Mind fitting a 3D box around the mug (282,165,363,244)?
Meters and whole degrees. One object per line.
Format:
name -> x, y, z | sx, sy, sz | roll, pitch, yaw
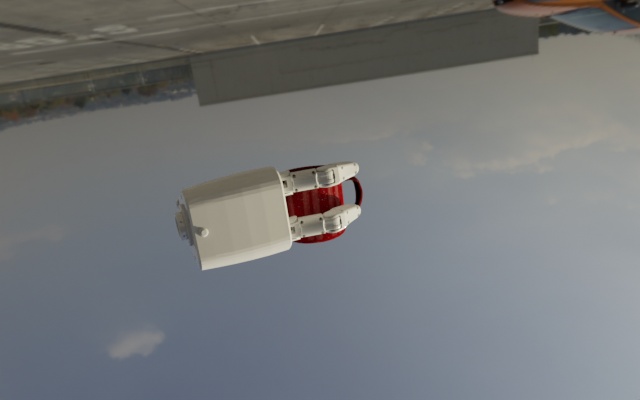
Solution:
mug -> 0.001, 0.002, 0.618 | 0.117, 0.081, 0.093 | -13, 17, -20
